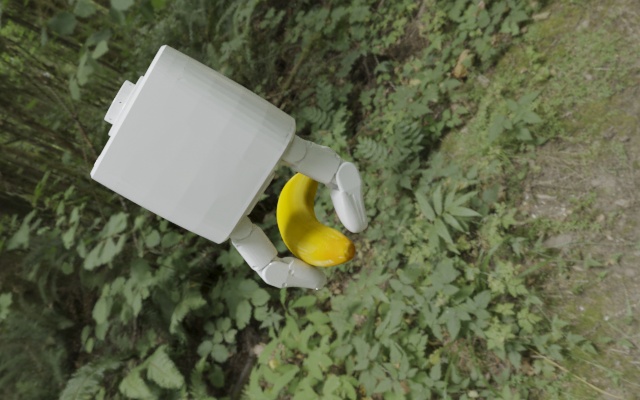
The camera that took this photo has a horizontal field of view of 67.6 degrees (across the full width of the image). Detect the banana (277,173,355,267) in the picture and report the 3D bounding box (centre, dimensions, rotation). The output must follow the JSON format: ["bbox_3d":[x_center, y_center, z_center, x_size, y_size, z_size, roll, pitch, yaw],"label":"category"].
[{"bbox_3d":[-0.012,0.013,0.454,0.037,0.070,0.197,33,19,-22],"label":"banana"}]
